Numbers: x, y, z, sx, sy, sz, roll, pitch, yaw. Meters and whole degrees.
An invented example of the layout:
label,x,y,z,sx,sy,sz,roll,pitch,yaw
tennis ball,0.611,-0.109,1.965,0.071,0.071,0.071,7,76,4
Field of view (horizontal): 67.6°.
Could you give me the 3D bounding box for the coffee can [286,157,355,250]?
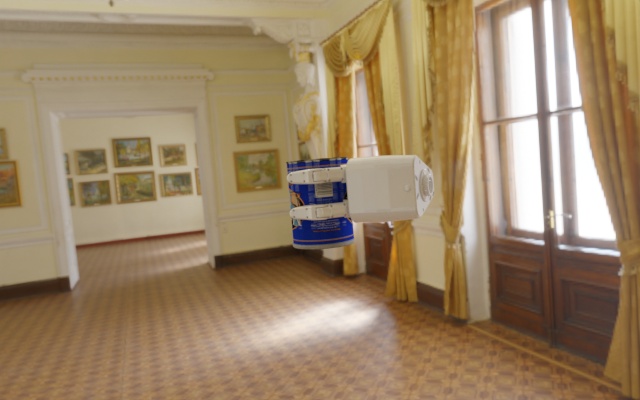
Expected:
label,x,y,z,sx,sy,sz,roll,pitch,yaw
coffee can,0.000,0.003,0.784,0.103,0.140,0.103,-5,4,0
